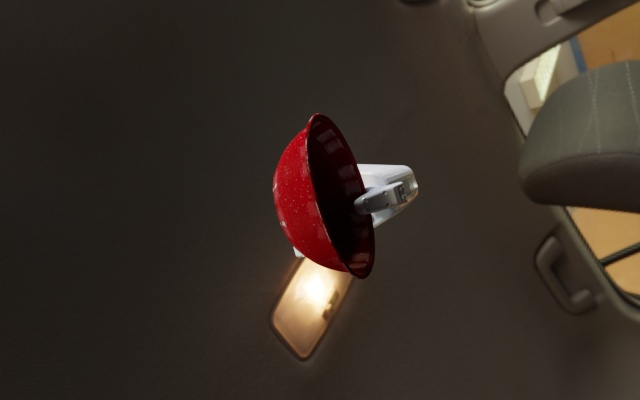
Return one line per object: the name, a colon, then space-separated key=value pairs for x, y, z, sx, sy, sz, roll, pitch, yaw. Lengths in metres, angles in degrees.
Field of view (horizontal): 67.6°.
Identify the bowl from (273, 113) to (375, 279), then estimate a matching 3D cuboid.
bowl: x=-0.001 y=0.001 z=0.461 sx=0.055 sy=0.162 sz=0.162 roll=-16 pitch=-5 yaw=19
